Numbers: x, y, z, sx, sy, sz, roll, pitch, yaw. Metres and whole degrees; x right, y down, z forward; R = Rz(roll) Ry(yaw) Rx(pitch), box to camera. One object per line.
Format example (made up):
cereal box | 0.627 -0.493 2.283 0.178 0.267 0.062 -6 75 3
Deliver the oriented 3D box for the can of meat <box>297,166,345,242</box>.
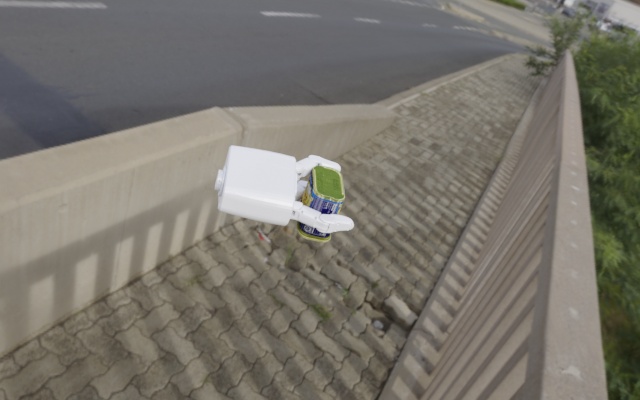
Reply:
can of meat | 0.000 0.002 0.777 0.057 0.084 0.102 13 32 -12
